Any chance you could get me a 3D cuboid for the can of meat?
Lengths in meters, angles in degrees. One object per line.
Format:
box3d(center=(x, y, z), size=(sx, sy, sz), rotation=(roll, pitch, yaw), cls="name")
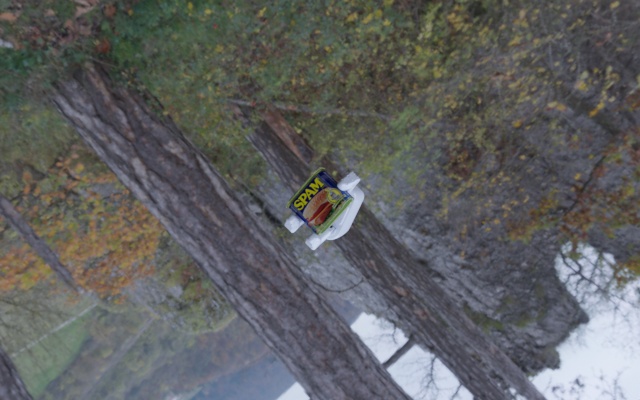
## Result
box3d(center=(0.000, 0.003, 0.896), size=(0.084, 0.102, 0.057), rotation=(44, 10, 10), cls="can of meat")
